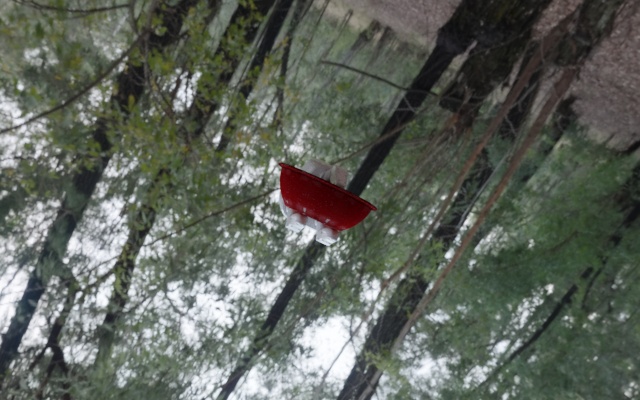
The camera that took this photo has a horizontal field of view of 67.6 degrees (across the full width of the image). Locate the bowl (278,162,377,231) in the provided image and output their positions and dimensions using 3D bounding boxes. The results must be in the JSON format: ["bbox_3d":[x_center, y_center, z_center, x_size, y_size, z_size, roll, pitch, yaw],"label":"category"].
[{"bbox_3d":[0.000,0.003,0.707,0.162,0.055,0.162,25,-3,1],"label":"bowl"}]
